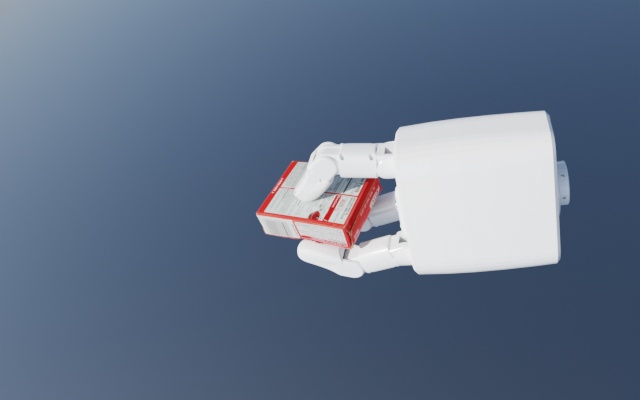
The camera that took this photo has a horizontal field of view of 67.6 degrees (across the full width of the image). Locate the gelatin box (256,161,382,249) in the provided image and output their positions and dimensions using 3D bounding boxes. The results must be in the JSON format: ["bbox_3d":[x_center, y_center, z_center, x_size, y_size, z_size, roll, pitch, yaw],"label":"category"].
[{"bbox_3d":[0.000,0.001,0.421,0.089,0.030,0.073,7,47,27],"label":"gelatin box"}]
